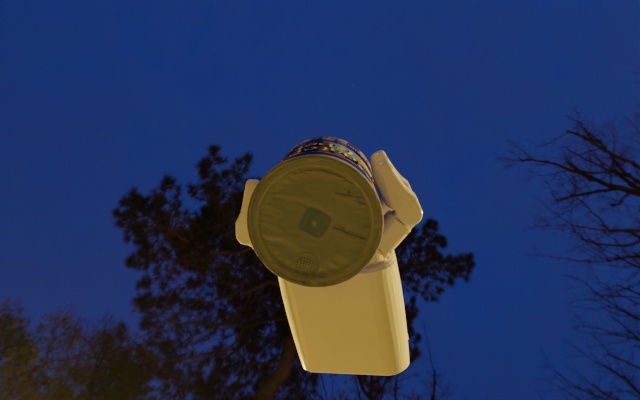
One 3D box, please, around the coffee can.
[{"bbox_3d":[0.000,0.001,0.421,0.103,0.103,0.140,0,13,4],"label":"coffee can"}]
